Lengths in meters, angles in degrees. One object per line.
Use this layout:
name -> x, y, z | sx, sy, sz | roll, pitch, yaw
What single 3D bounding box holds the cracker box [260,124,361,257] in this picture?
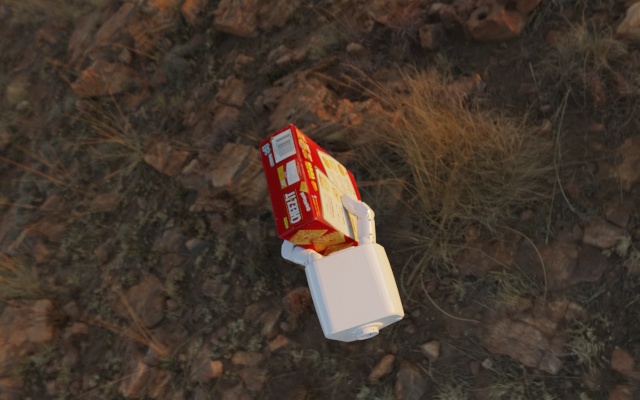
cracker box -> 0.000, 0.002, 0.754 | 0.072, 0.164, 0.214 | -26, -30, 19
